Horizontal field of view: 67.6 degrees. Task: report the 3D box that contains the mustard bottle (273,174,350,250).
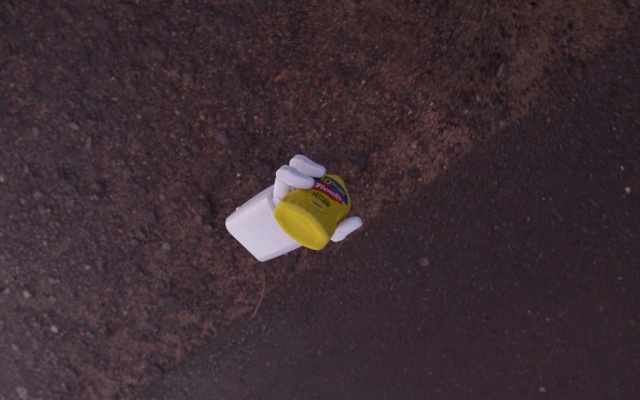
[{"bbox_3d":[0.000,0.003,0.793,0.096,0.058,0.191,36,30,2],"label":"mustard bottle"}]
